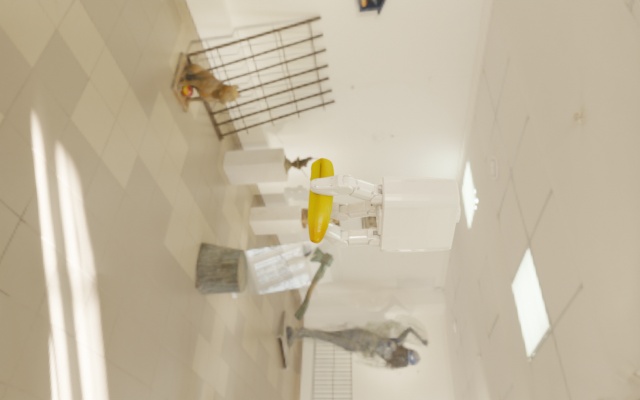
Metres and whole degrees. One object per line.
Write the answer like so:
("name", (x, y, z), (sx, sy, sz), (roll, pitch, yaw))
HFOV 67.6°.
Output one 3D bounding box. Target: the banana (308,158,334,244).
("banana", (0.001, -0.016, 0.717), (0.037, 0.070, 0.197), (4, 29, -1))
